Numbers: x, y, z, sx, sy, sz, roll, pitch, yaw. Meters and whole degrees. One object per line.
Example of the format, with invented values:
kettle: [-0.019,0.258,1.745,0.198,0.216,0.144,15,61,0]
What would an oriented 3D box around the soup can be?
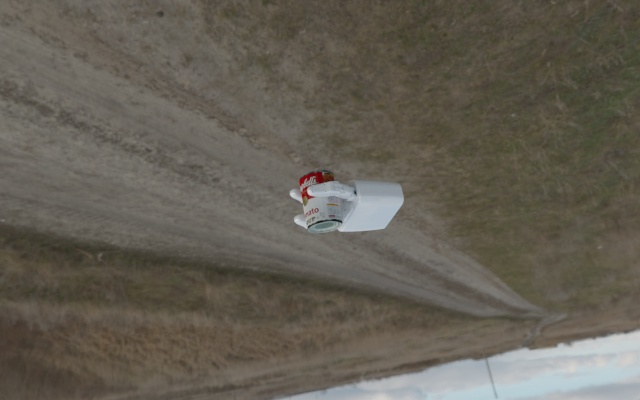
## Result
soup can: [0.000,0.003,0.894,0.068,0.102,0.068,-9,-20,-3]
